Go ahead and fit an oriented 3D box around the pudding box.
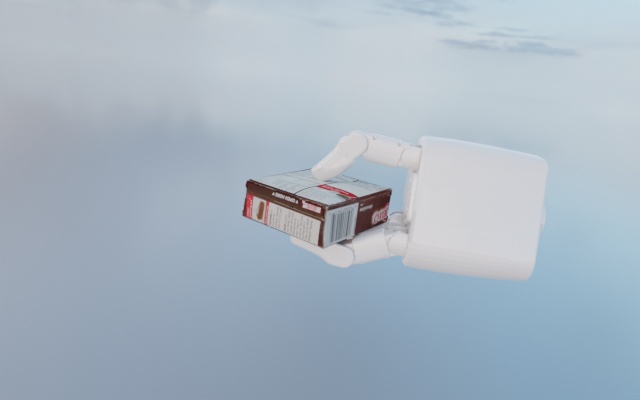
[{"bbox_3d":[0.000,0.001,0.436,0.090,0.039,0.113,18,17,32],"label":"pudding box"}]
